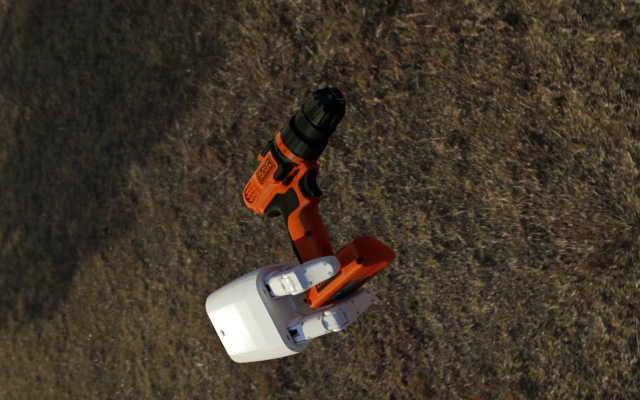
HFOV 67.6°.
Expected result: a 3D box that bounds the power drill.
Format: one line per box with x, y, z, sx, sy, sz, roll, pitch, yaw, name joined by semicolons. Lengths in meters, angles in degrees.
0.000;0.002;0.504;0.057;0.187;0.184;-4;-34;-41;power drill
